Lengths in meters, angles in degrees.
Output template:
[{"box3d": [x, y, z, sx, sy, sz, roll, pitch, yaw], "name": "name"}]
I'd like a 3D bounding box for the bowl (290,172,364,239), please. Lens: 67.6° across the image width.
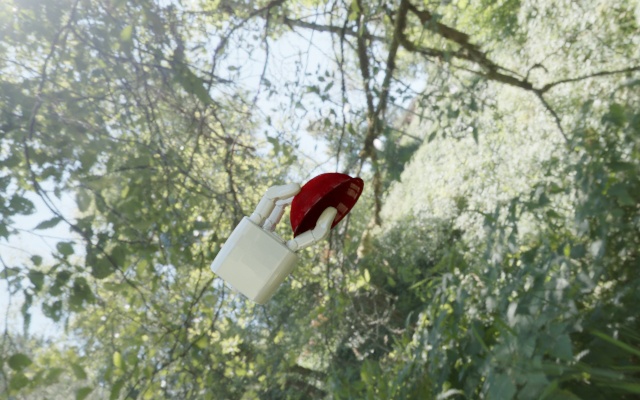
[{"box3d": [0.001, 0.002, 0.841, 0.055, 0.162, 0.162, 47, 21, 21], "name": "bowl"}]
